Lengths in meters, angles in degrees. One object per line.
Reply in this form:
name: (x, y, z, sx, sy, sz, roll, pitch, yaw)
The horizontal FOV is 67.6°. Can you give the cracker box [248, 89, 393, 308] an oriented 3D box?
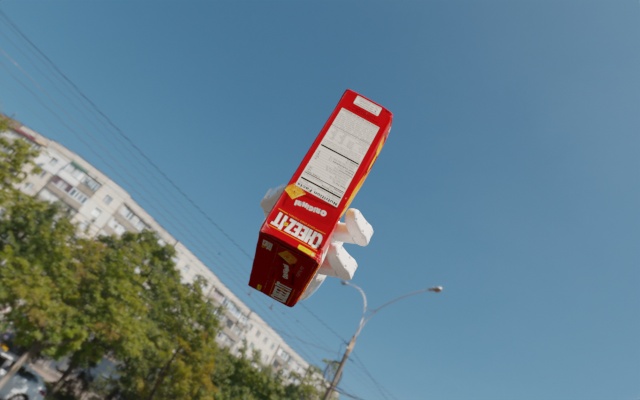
cracker box: (0.000, 0.002, 0.565, 0.072, 0.213, 0.164, 27, -30, 3)
